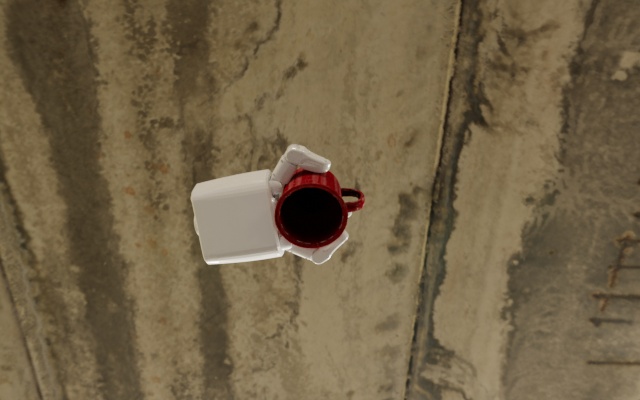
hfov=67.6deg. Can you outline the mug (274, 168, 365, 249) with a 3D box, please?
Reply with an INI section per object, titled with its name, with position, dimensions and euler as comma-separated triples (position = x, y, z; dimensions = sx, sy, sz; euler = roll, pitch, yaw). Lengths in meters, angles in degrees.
[mug]
position = 0.002, 0.002, 0.635
dimensions = 0.117, 0.093, 0.081
euler = -9, 25, 4
